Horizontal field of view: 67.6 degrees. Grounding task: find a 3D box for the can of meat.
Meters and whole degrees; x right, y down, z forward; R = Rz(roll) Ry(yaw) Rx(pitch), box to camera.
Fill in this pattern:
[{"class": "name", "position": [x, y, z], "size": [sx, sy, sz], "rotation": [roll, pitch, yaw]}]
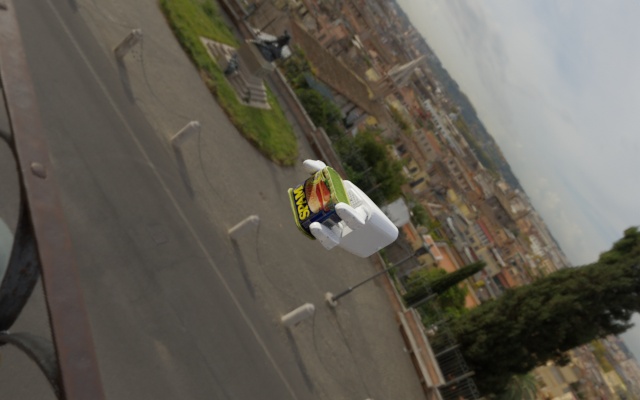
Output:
[{"class": "can of meat", "position": [0.000, 0.002, 0.807], "size": [0.084, 0.102, 0.057], "rotation": [-33, -43, 19]}]
